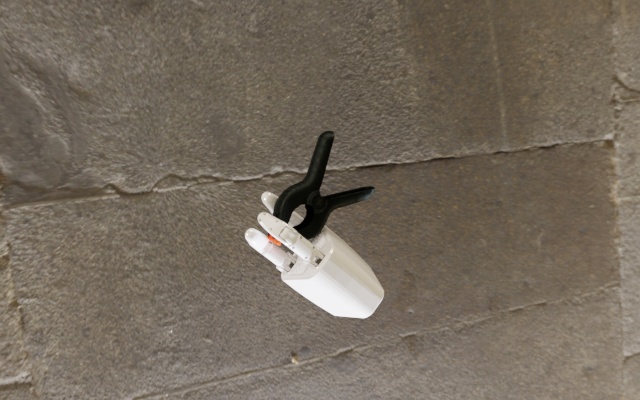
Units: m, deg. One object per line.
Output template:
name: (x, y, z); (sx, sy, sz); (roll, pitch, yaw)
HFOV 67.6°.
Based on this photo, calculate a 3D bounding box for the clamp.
clamp: (0.000, 0.002, 0.667); (0.120, 0.171, 0.039); (40, -9, -20)
